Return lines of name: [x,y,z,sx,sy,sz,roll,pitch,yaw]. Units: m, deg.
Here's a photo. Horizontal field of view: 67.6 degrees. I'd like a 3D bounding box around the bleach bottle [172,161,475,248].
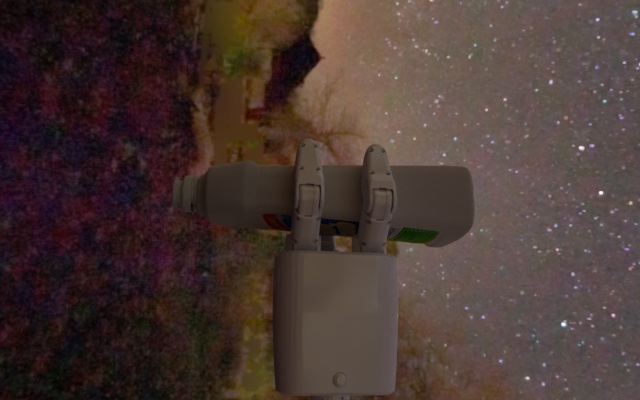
bleach bottle: [0.000,0.001,0.428,0.251,0.068,0.102,3,-15,-7]
